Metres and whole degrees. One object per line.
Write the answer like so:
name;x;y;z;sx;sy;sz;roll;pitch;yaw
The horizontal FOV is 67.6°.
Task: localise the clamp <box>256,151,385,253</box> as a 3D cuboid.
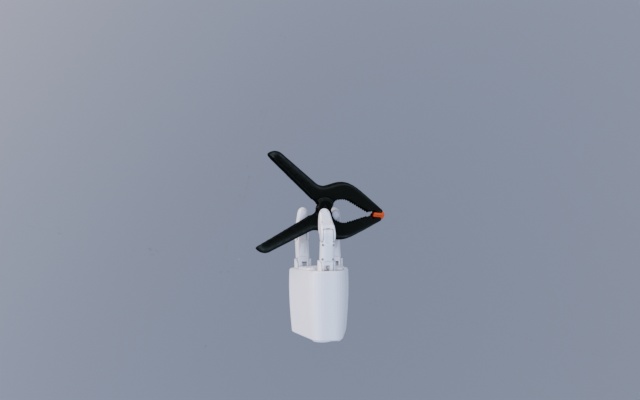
clamp;0.001;0.003;0.780;0.210;0.164;0.036;0;-2;-10
